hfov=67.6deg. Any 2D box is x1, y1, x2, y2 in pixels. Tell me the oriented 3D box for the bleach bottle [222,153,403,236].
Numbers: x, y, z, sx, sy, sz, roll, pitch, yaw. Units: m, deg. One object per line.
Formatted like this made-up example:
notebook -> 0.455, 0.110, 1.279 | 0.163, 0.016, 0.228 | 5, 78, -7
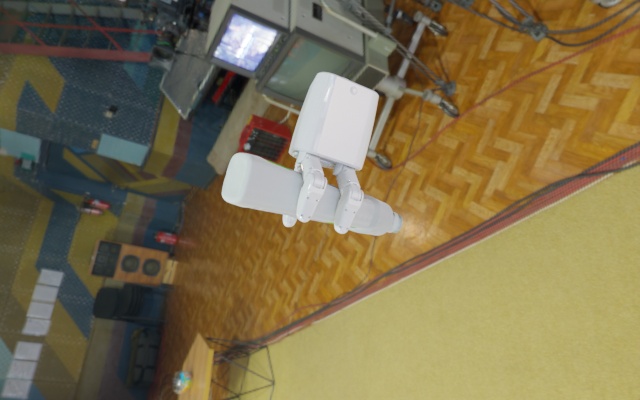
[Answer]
bleach bottle -> 0.000, 0.002, 0.656 | 0.251, 0.068, 0.102 | 16, -1, -26
